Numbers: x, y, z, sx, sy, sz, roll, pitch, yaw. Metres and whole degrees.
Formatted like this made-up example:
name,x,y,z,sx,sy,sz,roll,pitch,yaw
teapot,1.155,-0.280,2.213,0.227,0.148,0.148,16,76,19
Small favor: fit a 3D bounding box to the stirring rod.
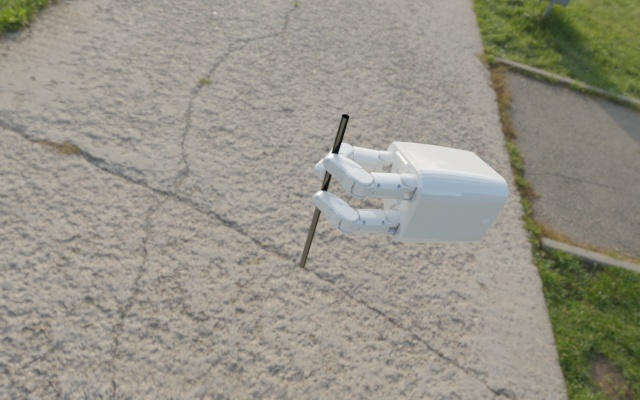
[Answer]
name,x,y,z,sx,sy,sz,roll,pitch,yaw
stirring rod,0.000,0.002,0.553,0.011,0.240,0.011,9,43,-8
